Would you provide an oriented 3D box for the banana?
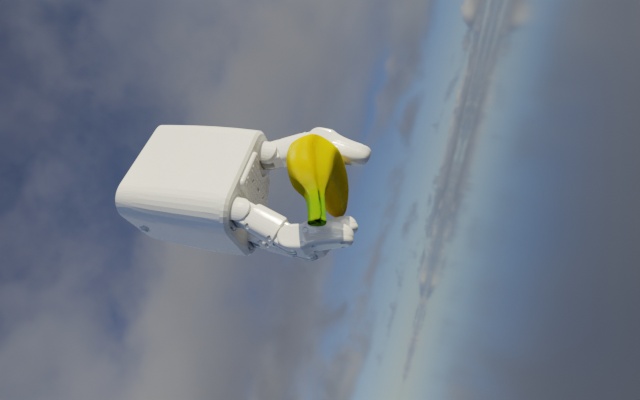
[{"bbox_3d":[0.000,-0.017,0.398,0.037,0.069,0.198,0,0,8],"label":"banana"}]
